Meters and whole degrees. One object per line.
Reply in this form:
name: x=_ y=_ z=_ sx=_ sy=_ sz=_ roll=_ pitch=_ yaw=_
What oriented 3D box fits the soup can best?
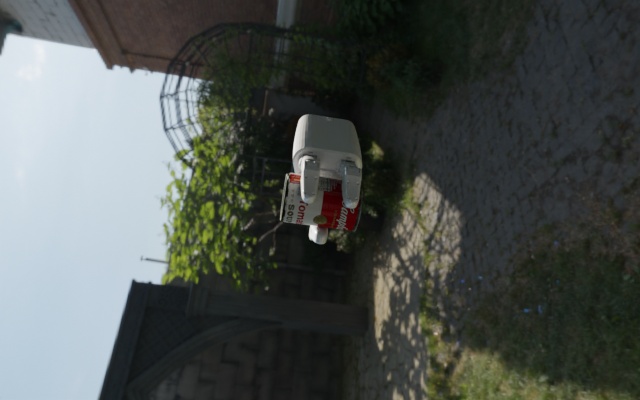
soup can: x=0.000 y=0.002 z=0.647 sx=0.102 sy=0.068 sz=0.068 roll=8 pitch=-1 yaw=-6
